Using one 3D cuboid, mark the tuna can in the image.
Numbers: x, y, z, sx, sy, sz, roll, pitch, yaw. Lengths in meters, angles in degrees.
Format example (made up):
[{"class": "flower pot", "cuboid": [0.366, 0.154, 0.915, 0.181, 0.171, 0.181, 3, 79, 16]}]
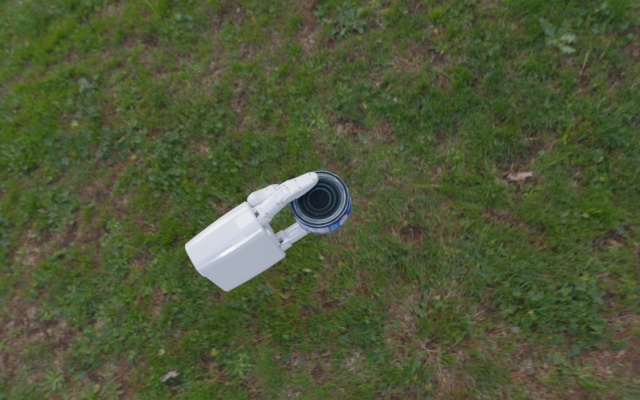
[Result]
[{"class": "tuna can", "cuboid": [0.000, 0.002, 0.671, 0.086, 0.086, 0.034, 0, -20, 8]}]
